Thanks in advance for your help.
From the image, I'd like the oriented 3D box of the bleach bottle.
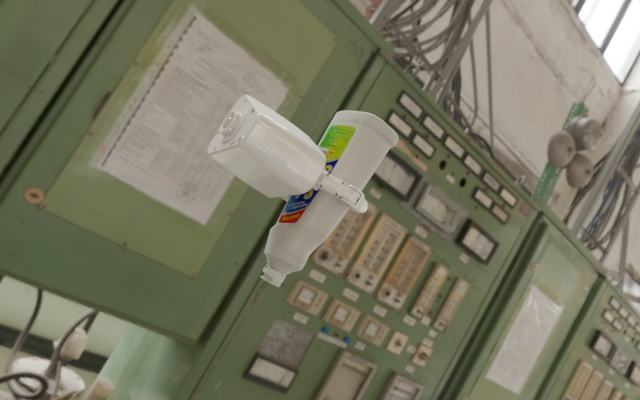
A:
[{"bbox_3d":[0.000,0.002,0.637,0.068,0.251,0.102,34,-7,-32],"label":"bleach bottle"}]
